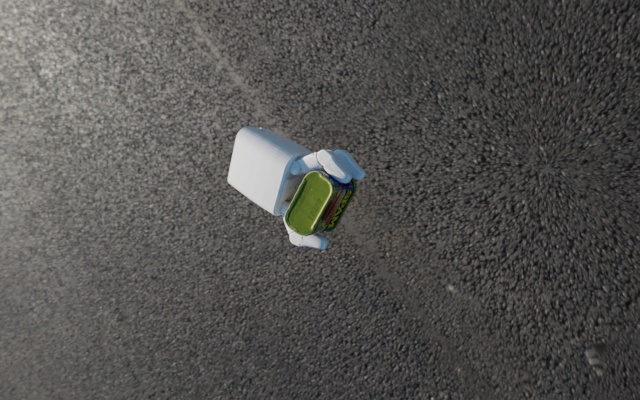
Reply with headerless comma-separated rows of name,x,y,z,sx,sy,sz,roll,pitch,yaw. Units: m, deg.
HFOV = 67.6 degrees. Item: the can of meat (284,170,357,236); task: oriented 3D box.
can of meat,0.000,0.003,0.722,0.057,0.102,0.084,34,17,20
